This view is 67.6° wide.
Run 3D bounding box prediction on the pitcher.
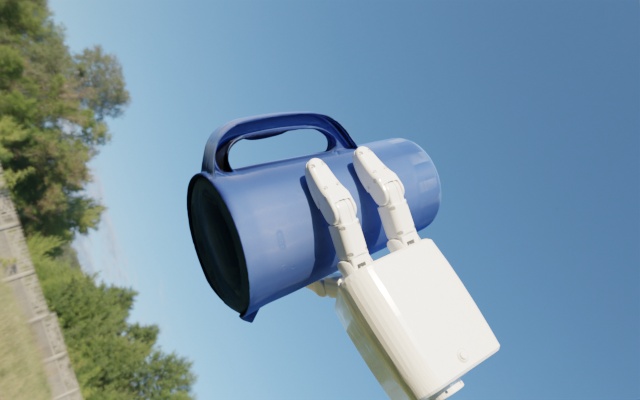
[{"bbox_3d":[0.000,0.002,0.474,0.243,0.145,0.149,-18,-25,-31],"label":"pitcher"}]
